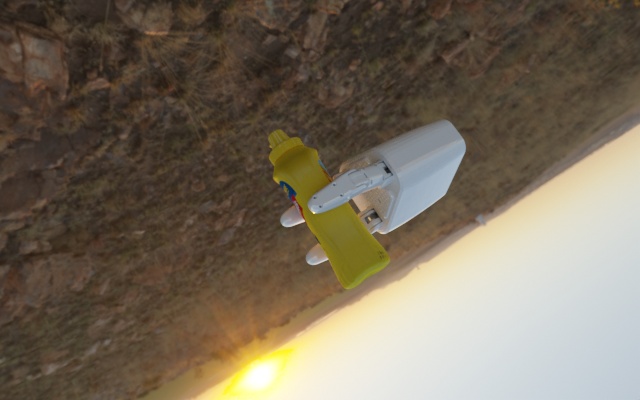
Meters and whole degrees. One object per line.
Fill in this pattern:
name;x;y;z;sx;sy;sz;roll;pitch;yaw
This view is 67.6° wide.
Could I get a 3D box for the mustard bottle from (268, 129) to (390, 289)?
mustard bottle;0.000;0.002;0.520;0.058;0.191;0.096;-33;-12;-1
